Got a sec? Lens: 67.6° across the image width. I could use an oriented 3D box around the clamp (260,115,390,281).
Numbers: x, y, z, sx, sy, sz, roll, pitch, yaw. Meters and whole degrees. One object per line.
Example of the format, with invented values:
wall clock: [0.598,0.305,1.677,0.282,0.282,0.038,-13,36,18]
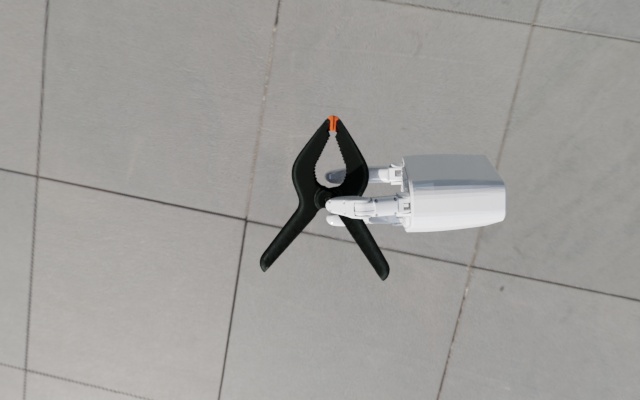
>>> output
clamp: [0.000,0.002,0.592,0.164,0.210,0.036,-3,10,2]
